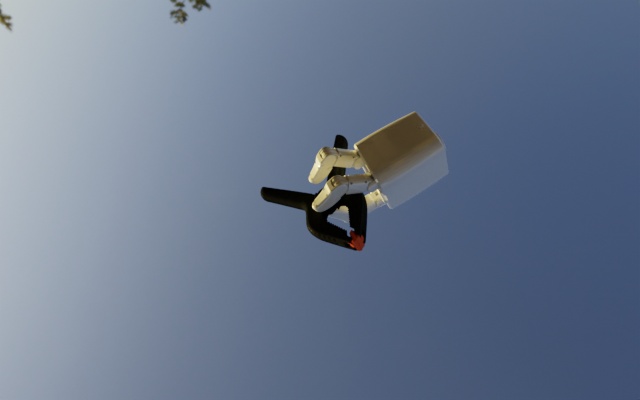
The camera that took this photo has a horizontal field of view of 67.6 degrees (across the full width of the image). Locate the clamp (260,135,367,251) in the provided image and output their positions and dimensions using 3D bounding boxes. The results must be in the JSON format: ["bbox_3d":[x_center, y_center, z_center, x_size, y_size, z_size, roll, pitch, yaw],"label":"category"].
[{"bbox_3d":[0.001,0.003,0.715,0.164,0.209,0.036,-31,-43,5],"label":"clamp"}]
